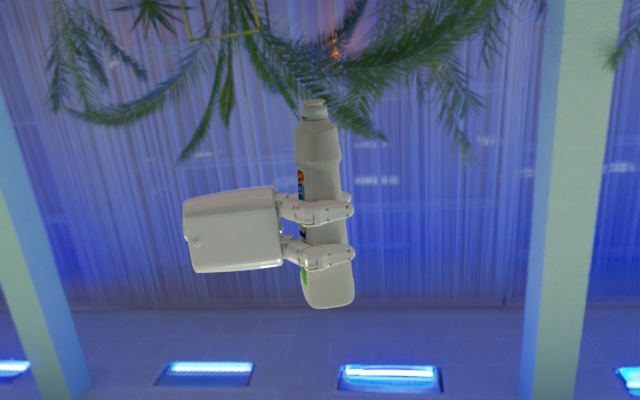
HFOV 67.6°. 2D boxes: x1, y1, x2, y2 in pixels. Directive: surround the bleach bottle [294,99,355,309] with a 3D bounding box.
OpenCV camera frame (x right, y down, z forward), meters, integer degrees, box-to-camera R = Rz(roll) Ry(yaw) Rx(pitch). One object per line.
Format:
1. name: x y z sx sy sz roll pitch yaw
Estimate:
1. bleach bottle: 0.000 0.002 0.590 0.068 0.251 0.102 -7 21 -6
